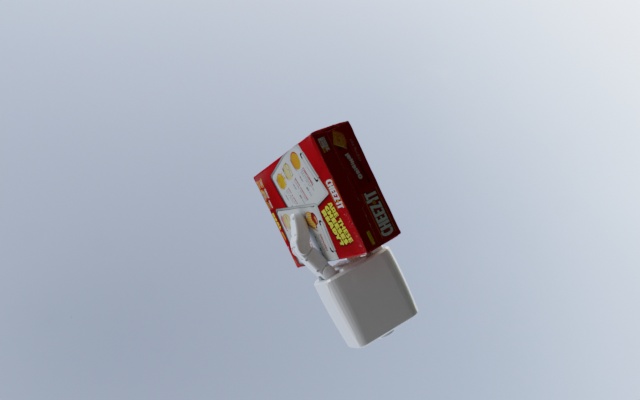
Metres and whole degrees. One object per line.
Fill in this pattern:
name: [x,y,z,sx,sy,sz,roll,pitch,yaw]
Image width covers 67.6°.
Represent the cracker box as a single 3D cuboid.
cracker box: [0.000,0.002,0.681,0.072,0.164,0.214,-26,1,-30]
